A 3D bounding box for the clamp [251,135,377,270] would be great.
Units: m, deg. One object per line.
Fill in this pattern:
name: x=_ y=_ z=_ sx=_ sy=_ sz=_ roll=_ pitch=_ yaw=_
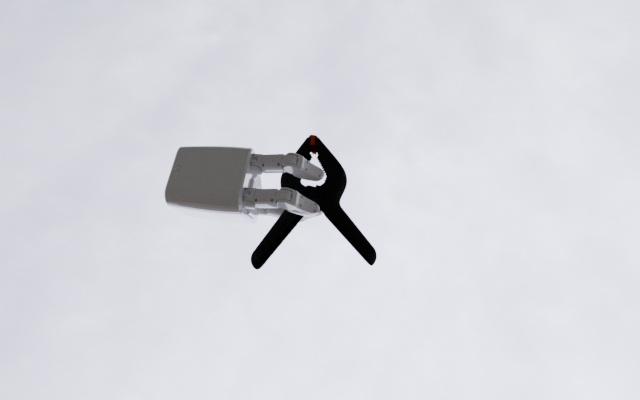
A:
clamp: x=0.000 y=0.002 z=0.665 sx=0.164 sy=0.210 sz=0.036 roll=4 pitch=-28 yaw=6
